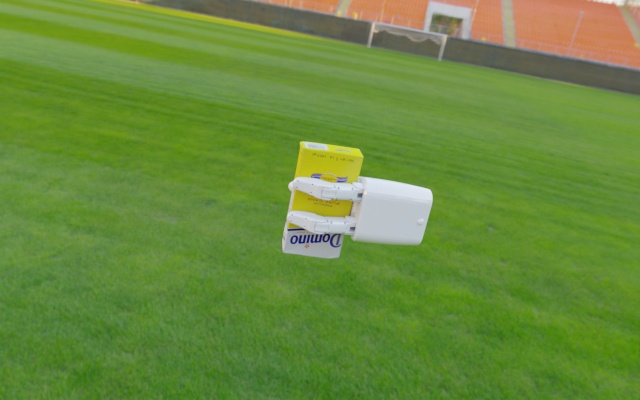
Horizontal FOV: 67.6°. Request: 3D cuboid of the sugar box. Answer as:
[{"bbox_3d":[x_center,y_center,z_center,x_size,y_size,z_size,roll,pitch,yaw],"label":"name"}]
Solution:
[{"bbox_3d":[0.000,0.003,0.735,0.093,0.176,0.048,7,21,-9],"label":"sugar box"}]
